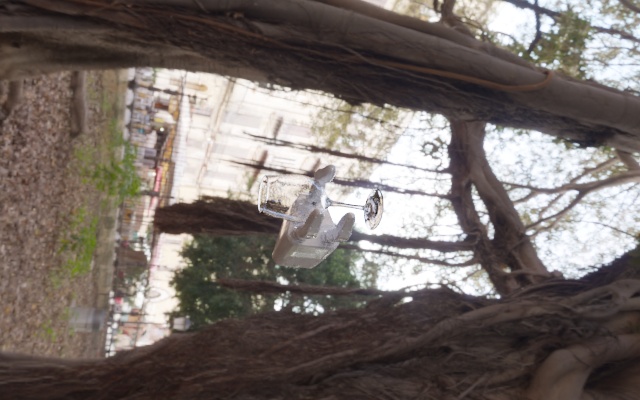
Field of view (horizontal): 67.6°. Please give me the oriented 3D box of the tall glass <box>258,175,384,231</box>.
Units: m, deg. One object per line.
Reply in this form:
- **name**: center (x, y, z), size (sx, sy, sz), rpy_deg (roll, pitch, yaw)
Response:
- **tall glass**: center (0.001, 0.003, 0.797), size (0.201, 0.079, 0.079), rpy_deg (8, -3, -20)
